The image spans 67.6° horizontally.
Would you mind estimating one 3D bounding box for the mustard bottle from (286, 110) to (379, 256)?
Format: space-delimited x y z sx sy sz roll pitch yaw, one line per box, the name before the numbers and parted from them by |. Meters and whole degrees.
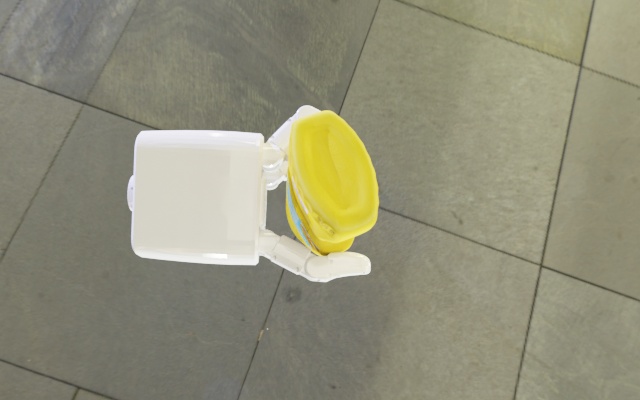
mustard bottle | 0.000 0.001 0.432 0.058 0.096 0.192 -21 -12 -11
